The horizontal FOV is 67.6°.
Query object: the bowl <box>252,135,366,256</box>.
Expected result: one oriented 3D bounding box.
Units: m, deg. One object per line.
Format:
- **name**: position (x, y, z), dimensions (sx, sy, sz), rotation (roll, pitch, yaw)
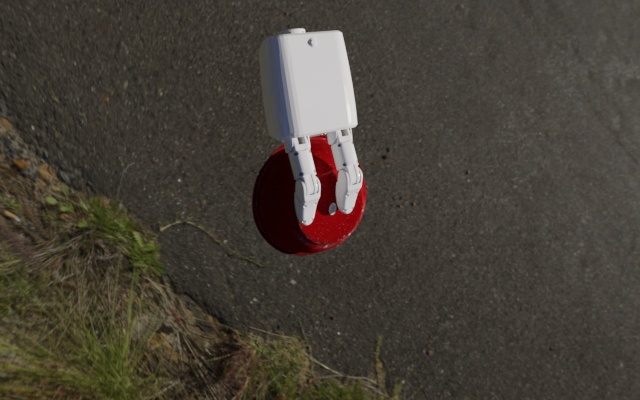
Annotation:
- **bowl**: position (0.001, 0.003, 0.591), dimensions (0.162, 0.162, 0.055), rotation (0, 16, -30)
